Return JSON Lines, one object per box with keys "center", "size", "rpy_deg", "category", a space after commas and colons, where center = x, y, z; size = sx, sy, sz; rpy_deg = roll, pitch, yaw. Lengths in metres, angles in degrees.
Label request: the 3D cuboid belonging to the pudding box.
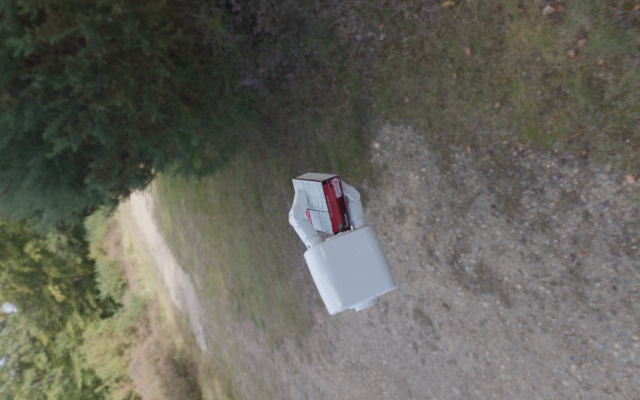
{"center": [0.000, 0.003, 0.776], "size": [0.039, 0.090, 0.113], "rpy_deg": [-18, 14, -27], "category": "pudding box"}
